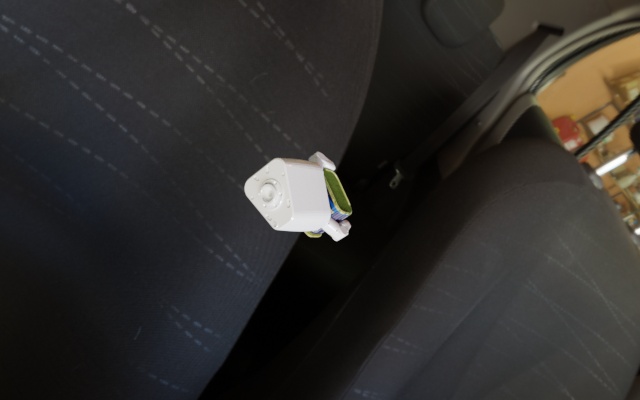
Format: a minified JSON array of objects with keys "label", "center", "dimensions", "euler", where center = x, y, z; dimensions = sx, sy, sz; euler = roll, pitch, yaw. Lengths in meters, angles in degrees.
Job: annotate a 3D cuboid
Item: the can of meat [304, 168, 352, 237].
[{"label":"can of meat","center":[0.000,0.003,0.876],"dimensions":[0.084,0.102,0.057],"euler":[-35,-23,27]}]
